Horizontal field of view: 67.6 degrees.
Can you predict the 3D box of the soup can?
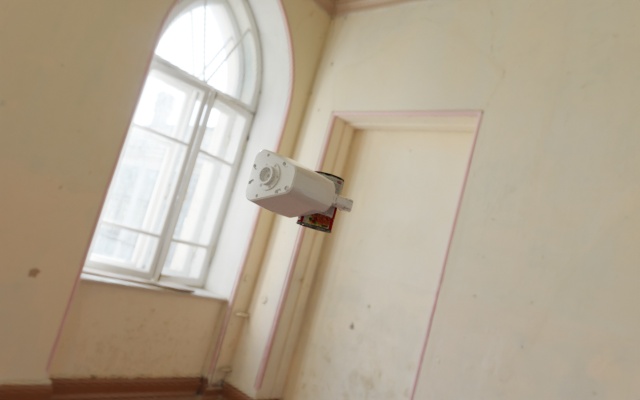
[{"bbox_3d":[0.001,0.003,0.891,0.068,0.102,0.068,15,-7,2],"label":"soup can"}]
